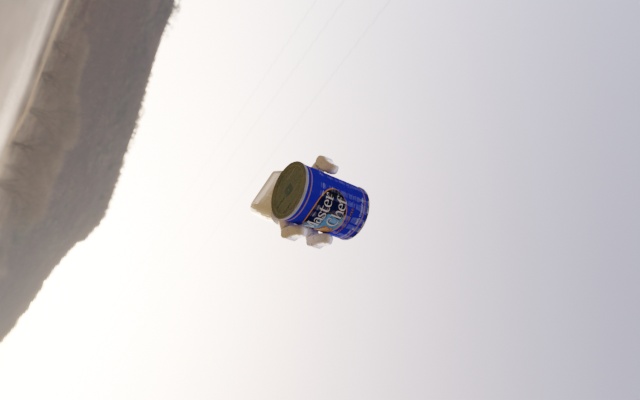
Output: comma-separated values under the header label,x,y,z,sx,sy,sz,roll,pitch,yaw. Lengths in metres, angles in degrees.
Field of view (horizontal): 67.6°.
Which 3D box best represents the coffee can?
label,x,y,z,sx,sy,sz,roll,pitch,yaw
coffee can,0.000,0.003,0.833,0.140,0.103,0.103,21,-12,-32
